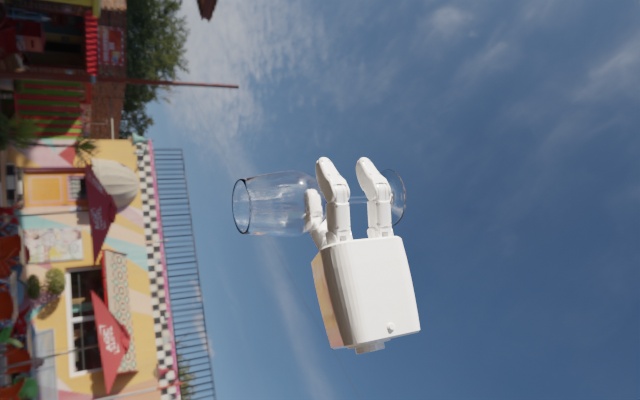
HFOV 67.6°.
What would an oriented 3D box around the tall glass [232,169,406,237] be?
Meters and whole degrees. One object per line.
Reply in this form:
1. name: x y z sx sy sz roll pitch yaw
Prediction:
1. tall glass: 0.001 0.002 0.571 0.201 0.079 0.079 -3 1 -28
